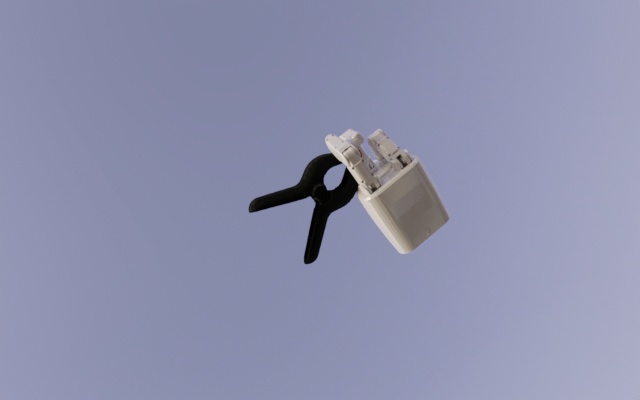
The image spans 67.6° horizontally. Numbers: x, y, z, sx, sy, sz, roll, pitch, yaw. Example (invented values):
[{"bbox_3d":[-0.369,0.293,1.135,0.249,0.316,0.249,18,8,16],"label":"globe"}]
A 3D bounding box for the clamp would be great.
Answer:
[{"bbox_3d":[0.000,0.002,0.661,0.171,0.120,0.039,-38,20,-7],"label":"clamp"}]
